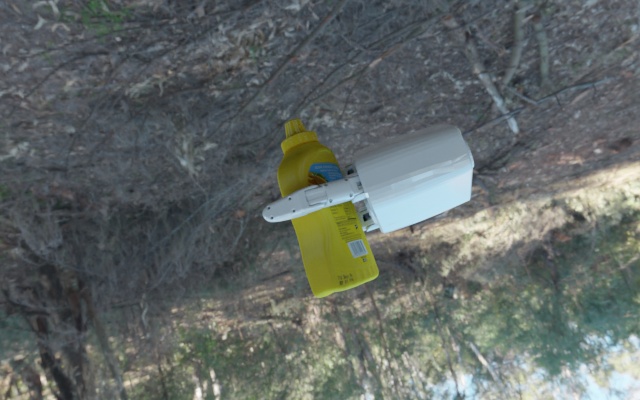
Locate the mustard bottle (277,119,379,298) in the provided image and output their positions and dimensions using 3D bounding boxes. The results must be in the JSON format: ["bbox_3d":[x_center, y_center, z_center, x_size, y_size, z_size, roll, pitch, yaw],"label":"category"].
[{"bbox_3d":[0.000,0.002,0.514,0.058,0.191,0.096,-24,-10,32],"label":"mustard bottle"}]
